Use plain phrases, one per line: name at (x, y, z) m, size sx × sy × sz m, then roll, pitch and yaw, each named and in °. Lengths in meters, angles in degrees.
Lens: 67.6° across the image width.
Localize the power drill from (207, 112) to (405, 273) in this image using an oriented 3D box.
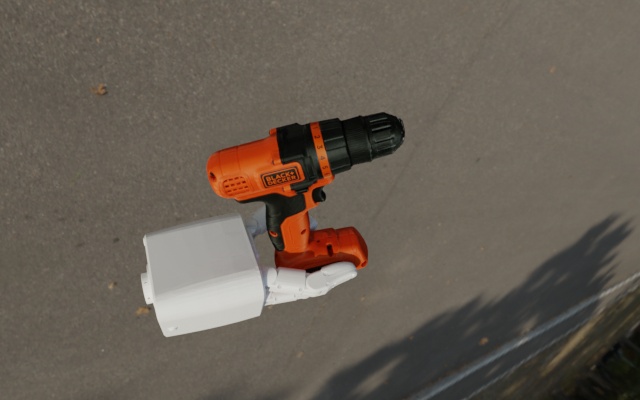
power drill at (0.000, 0.002, 0.488) m, size 0.184 × 0.188 × 0.057 m, roll -12°, pitch 44°, yaw 4°
